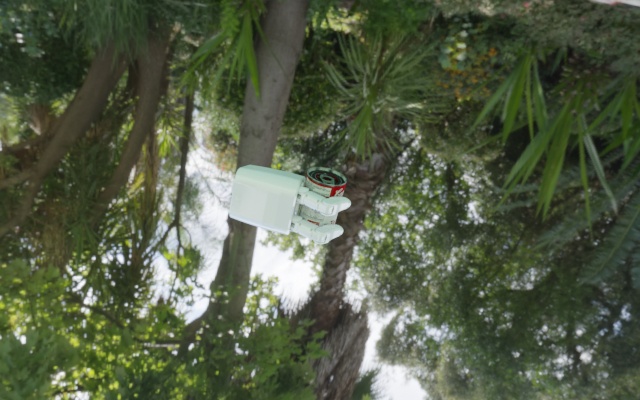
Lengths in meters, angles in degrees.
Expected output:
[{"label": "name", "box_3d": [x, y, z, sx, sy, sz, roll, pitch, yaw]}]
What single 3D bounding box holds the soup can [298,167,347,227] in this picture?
[{"label": "soup can", "box_3d": [0.001, 0.003, 0.819, 0.068, 0.102, 0.068, 11, 26, -6]}]
